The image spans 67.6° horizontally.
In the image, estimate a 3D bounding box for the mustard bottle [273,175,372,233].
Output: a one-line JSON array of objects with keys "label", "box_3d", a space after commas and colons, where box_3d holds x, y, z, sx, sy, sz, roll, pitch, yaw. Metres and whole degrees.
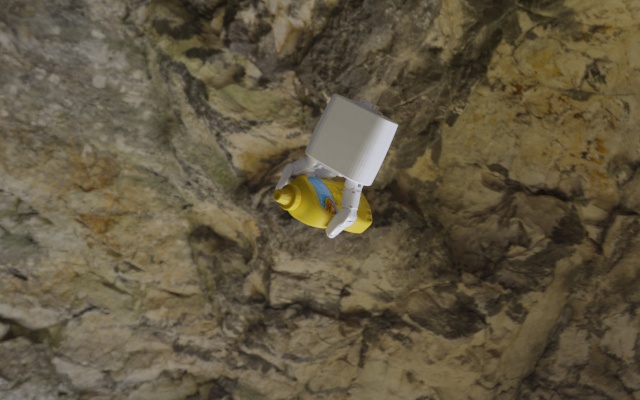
[{"label": "mustard bottle", "box_3d": [0.000, 0.003, 0.791, 0.191, 0.096, 0.058, 10, -45, -46]}]
